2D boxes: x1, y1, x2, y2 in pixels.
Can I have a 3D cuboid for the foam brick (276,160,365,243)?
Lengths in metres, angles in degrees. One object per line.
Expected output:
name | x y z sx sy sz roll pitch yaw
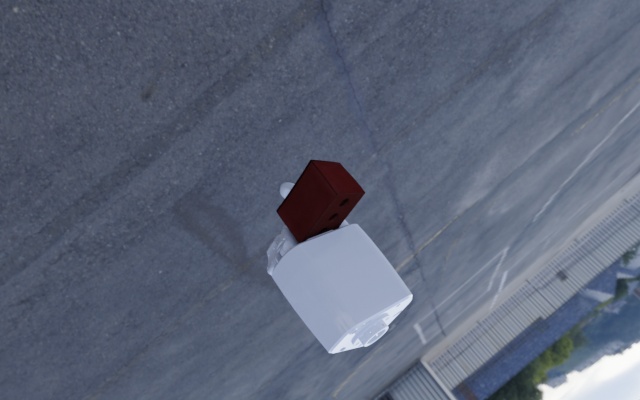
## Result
foam brick | 0.000 0.001 0.522 0.053 0.078 0.051 -3 46 -49
